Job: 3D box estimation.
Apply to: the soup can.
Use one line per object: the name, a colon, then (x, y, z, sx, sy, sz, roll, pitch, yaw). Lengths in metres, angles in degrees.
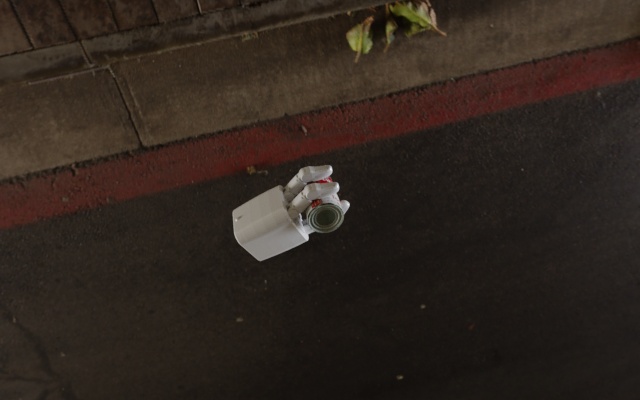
soup can: (0.001, 0.003, 0.882, 0.068, 0.068, 0.102, 0, 36, -13)
